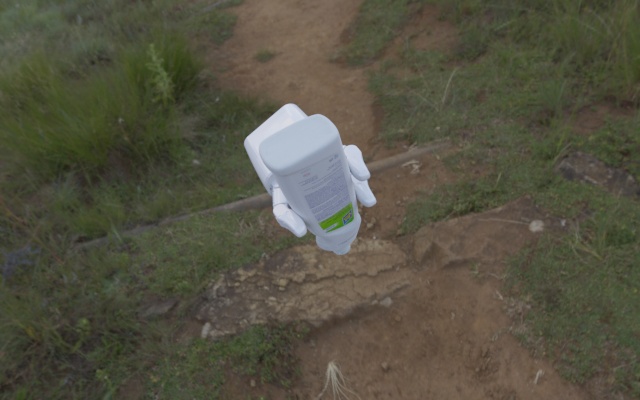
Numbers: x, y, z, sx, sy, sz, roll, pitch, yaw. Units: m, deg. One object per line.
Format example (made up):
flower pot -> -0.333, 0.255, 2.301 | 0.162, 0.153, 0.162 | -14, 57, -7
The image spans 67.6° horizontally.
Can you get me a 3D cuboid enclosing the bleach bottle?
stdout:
bleach bottle -> 0.000, 0.002, 0.674 | 0.102, 0.068, 0.251 | -29, -40, -9
